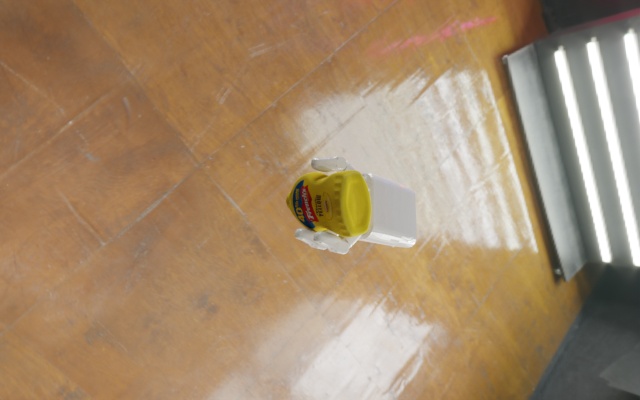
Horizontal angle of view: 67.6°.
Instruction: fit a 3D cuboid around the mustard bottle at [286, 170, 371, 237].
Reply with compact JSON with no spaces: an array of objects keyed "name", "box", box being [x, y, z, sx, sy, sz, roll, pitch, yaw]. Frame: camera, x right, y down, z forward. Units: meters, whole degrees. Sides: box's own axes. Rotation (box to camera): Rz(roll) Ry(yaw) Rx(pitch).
[{"name":"mustard bottle","box":[0.000,0.003,0.763,0.058,0.096,0.191,-14,9,-32]}]
